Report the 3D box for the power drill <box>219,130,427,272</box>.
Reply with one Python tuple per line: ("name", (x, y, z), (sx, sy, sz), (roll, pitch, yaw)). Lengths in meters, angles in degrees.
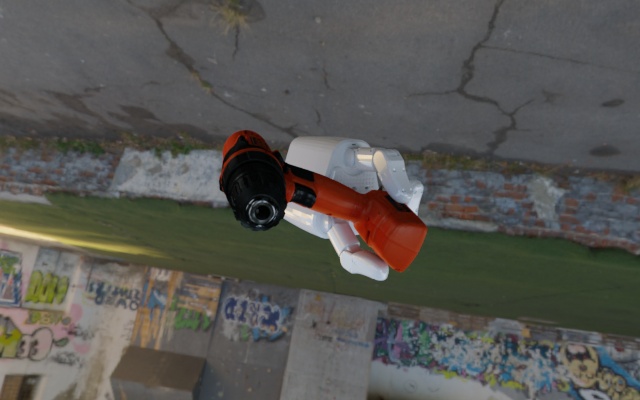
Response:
("power drill", (0.000, 0.002, 0.431), (0.188, 0.057, 0.184), (24, 15, -20))
